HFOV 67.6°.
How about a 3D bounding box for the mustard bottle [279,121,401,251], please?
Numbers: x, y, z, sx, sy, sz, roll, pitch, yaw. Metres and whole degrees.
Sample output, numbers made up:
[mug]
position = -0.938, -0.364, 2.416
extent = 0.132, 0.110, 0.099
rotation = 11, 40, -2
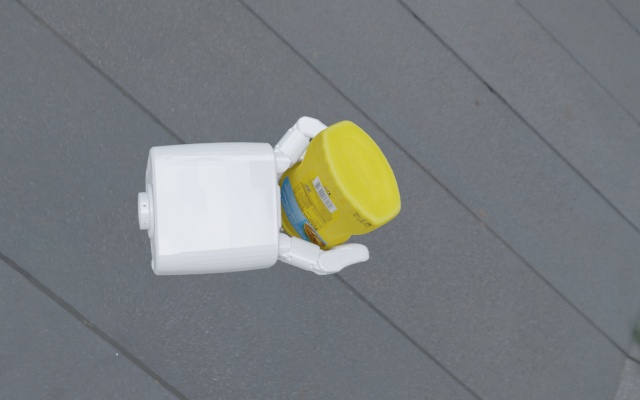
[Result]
[mustard bottle]
position = 0.000, 0.001, 0.482
extent = 0.058, 0.096, 0.192
rotation = -30, -3, -28
